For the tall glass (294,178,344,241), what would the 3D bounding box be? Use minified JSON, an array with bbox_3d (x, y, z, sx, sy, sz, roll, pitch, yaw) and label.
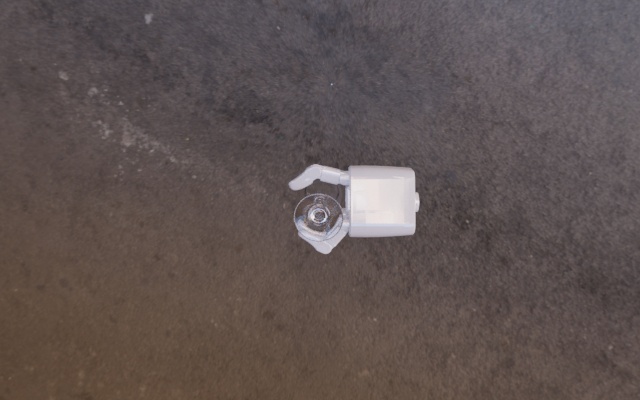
[{"bbox_3d":[0.000,0.003,0.808,0.079,0.079,0.201,0,14,1],"label":"tall glass"}]
